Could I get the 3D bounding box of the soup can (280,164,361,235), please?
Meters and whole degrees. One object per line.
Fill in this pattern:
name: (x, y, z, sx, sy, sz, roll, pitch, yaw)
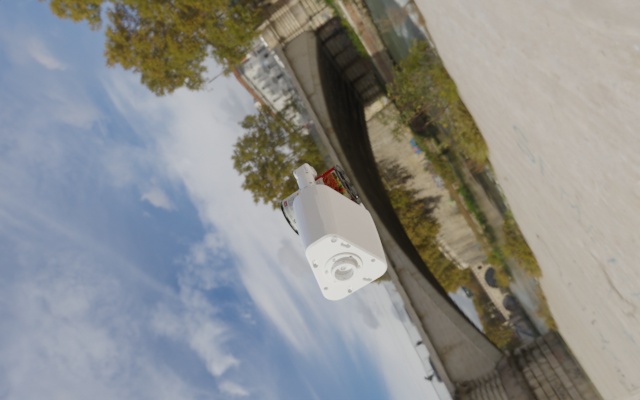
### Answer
soup can: (0.000, 0.002, 0.712, 0.102, 0.068, 0.068, -33, -8, 12)
